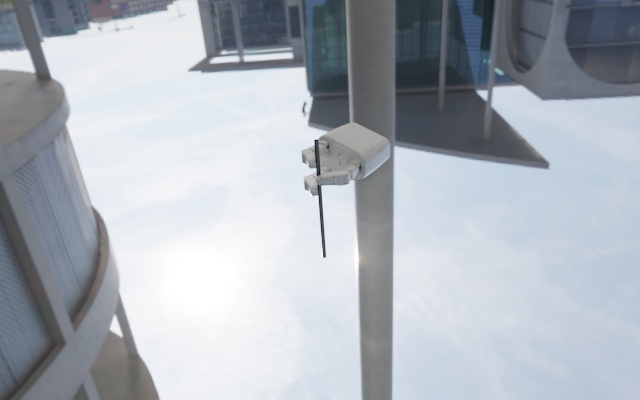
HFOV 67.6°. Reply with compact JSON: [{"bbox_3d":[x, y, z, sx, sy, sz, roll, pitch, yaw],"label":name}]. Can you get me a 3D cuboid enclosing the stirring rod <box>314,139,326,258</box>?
[{"bbox_3d":[0.000,0.003,0.875,0.011,0.240,0.011,-3,27,2],"label":"stirring rod"}]
